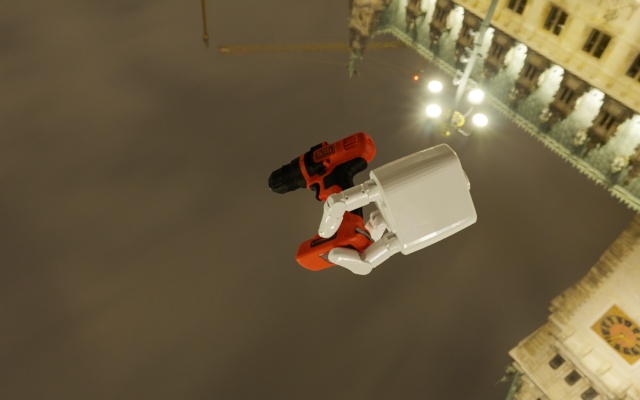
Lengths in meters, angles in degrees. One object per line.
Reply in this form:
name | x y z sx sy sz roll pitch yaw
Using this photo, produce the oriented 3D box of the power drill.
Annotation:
power drill | 0.000 0.003 0.698 0.184 0.187 0.057 -22 -36 26
